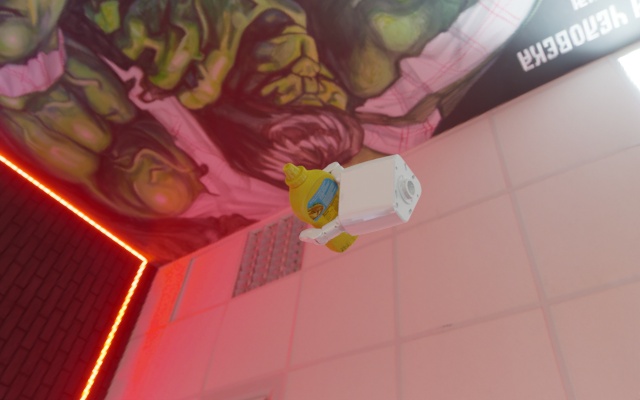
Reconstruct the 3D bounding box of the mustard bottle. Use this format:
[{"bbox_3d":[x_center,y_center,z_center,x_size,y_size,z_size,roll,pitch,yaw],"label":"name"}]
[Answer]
[{"bbox_3d":[0.000,0.003,0.846,0.058,0.096,0.192,10,-30,52],"label":"mustard bottle"}]
